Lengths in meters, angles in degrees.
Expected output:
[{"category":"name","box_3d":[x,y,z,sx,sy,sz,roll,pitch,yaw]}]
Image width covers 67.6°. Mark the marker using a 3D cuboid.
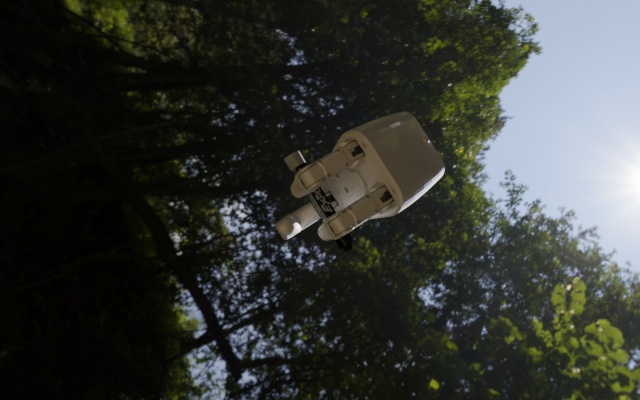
[{"category":"marker","box_3d":[0.000,0.002,0.518,0.020,0.121,0.020,-32,-2,-1]}]
